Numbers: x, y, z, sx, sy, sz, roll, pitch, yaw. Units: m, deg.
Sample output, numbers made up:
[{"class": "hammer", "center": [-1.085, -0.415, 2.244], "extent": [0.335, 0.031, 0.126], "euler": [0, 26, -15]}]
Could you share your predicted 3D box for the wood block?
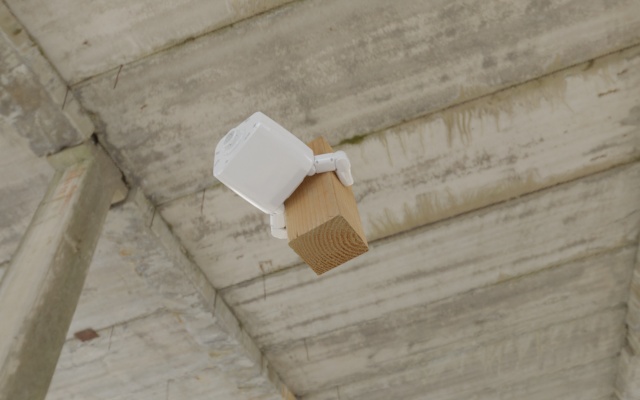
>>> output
[{"class": "wood block", "center": [0.000, 0.002, 0.758], "extent": [0.091, 0.206, 0.090], "euler": [-29, -53, 14]}]
